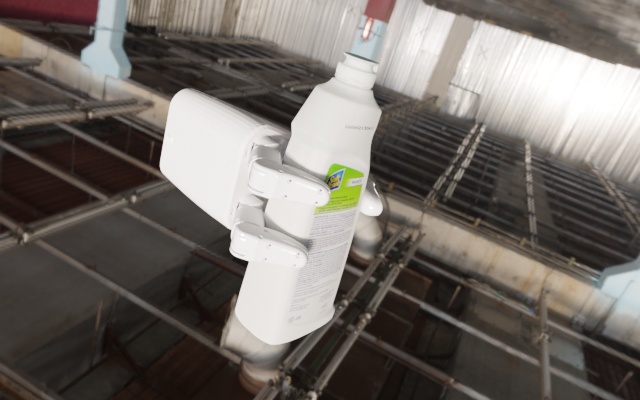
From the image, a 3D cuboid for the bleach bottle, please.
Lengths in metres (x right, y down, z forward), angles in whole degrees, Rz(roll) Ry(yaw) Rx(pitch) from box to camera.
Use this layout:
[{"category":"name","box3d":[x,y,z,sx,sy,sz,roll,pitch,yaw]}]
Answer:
[{"category":"bleach bottle","box3d":[0.000,0.001,0.415,0.068,0.251,0.102,32,26,30]}]
